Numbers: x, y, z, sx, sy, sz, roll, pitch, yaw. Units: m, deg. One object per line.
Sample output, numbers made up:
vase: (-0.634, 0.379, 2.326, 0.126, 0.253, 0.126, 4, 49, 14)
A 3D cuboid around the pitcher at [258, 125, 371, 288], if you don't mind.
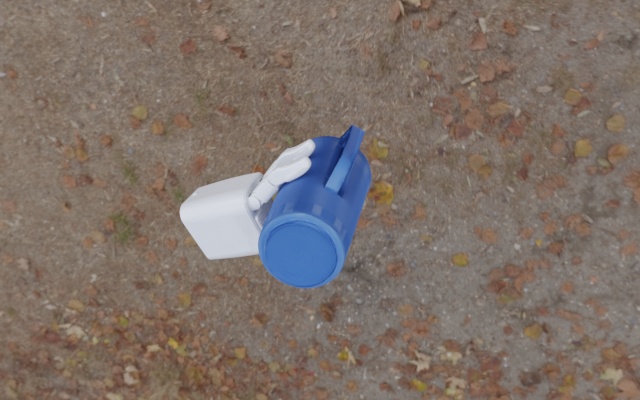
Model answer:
pitcher: (0.000, 0.002, 0.665, 0.145, 0.149, 0.242, -11, 24, 16)
